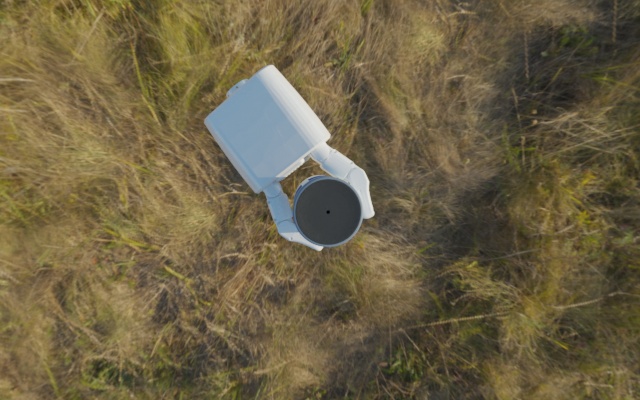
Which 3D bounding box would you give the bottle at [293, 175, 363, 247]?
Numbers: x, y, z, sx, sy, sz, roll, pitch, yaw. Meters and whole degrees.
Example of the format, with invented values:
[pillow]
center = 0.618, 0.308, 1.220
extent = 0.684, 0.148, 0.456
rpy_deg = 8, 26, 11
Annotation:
[bottle]
center = 0.000, 0.002, 0.592
extent = 0.069, 0.069, 0.295
rpy_deg = 0, 3, -3
